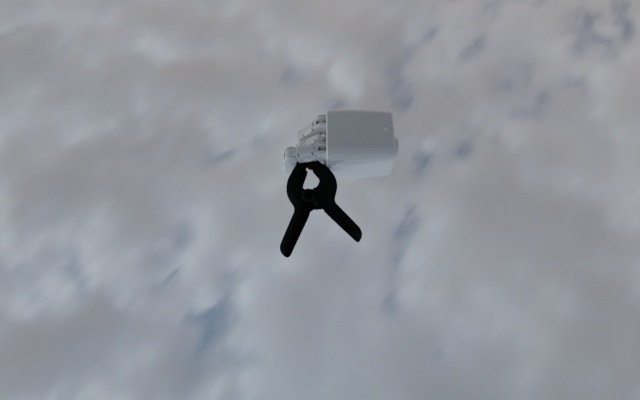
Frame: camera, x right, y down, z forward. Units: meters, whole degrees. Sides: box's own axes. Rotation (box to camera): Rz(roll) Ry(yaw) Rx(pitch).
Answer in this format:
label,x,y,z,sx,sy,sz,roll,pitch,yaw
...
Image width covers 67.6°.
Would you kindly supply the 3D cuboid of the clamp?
label,x,y,z,sx,sy,sz,roll,pitch,yaw
clamp,0.000,0.003,0.724,0.120,0.171,0.039,-2,-26,4
